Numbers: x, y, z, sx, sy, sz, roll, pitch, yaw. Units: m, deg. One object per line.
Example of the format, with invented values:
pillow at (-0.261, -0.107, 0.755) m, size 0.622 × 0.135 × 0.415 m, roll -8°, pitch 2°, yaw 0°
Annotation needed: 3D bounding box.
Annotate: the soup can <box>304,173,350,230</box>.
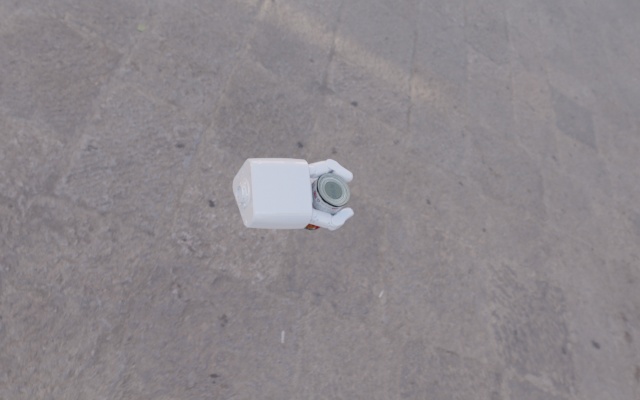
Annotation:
soup can at (0.001, 0.003, 0.866) m, size 0.068 × 0.068 × 0.102 m, roll 0°, pitch -27°, yaw -31°
